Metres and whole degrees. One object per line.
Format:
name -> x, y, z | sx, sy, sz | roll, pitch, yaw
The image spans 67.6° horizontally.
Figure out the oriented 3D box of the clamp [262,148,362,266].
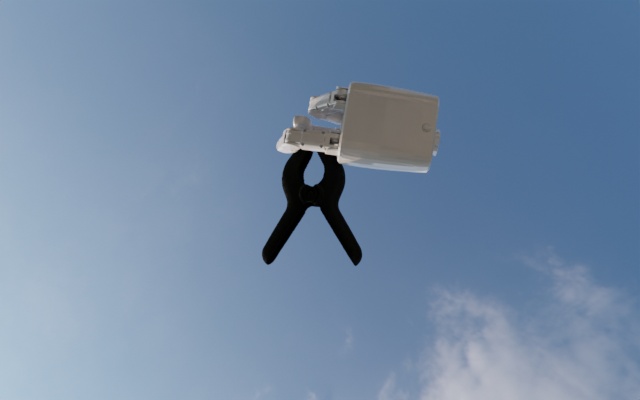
clamp -> 0.000, 0.002, 0.583 | 0.120, 0.171, 0.039 | 9, -8, 6
